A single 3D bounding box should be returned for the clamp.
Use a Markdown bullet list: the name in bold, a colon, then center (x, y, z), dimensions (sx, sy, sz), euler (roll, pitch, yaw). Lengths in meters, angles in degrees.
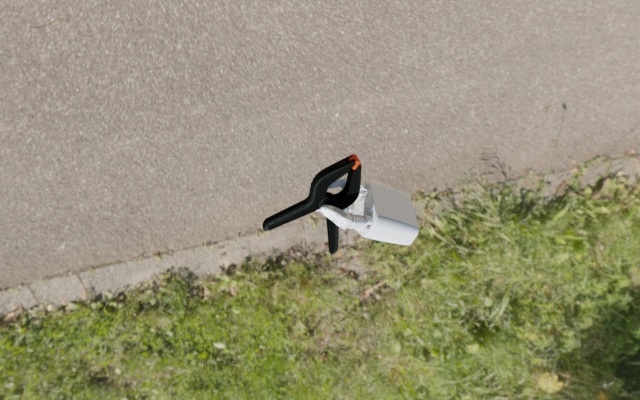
- **clamp**: center (0.001, 0.003, 0.869), dimensions (0.164, 0.210, 0.036), euler (15, 29, -25)
